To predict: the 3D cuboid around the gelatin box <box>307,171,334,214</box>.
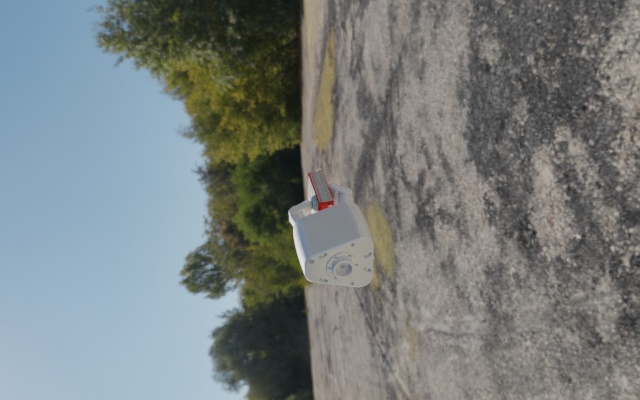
[{"bbox_3d":[0.000,0.003,0.852,0.030,0.073,0.089,-9,43,-12],"label":"gelatin box"}]
